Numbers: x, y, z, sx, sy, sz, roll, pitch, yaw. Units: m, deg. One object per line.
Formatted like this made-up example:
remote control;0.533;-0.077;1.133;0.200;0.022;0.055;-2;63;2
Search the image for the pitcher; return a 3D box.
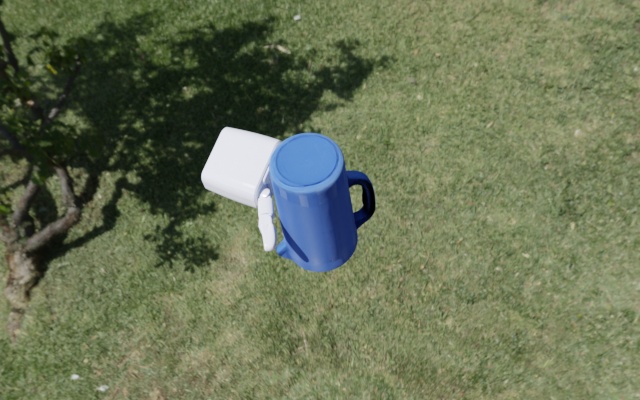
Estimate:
pitcher;0.000;0.003;0.768;0.145;0.149;0.243;17;-29;16
